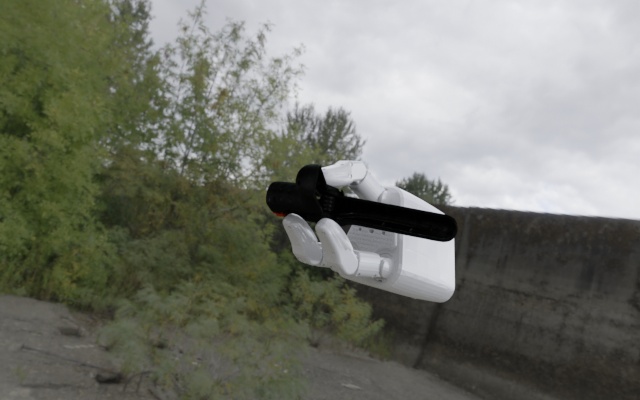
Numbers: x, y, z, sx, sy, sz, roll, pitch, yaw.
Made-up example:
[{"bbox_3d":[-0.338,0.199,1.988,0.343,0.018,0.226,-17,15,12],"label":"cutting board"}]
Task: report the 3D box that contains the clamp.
[{"bbox_3d":[0.000,0.001,0.459,0.164,0.036,0.210,22,-11,-37],"label":"clamp"}]
